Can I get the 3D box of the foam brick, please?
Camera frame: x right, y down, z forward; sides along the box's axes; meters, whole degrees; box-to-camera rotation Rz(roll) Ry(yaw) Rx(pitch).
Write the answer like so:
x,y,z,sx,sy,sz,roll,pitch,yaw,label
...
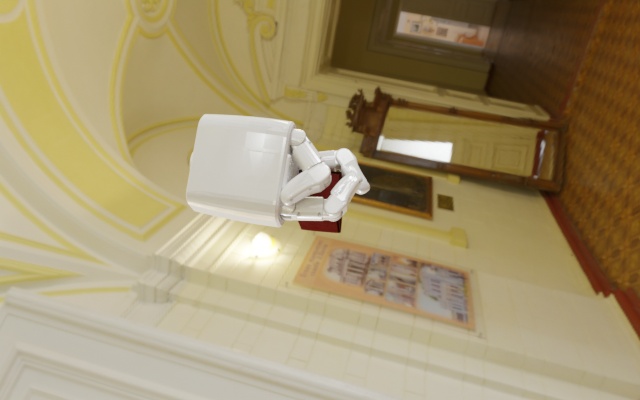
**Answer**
x,y,z,sx,sy,sz,roll,pitch,yaw,label
0.000,0.002,0.581,0.051,0.053,0.078,3,-22,6,foam brick
